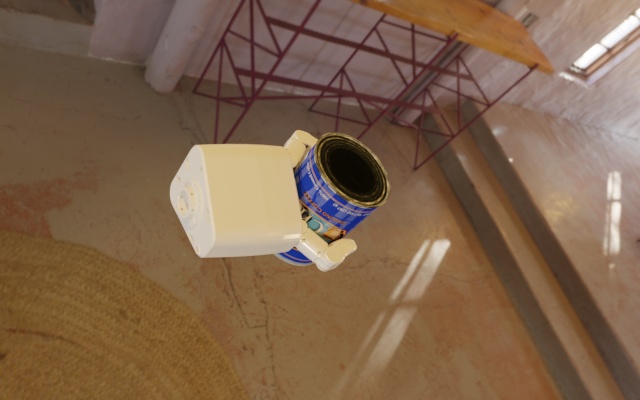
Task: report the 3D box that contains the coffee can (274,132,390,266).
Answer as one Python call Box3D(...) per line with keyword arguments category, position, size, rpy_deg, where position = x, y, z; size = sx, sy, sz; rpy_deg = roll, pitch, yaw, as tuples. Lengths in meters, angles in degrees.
Box3D(category="coffee can", position=(0.000, 0.002, 0.574), size=(0.103, 0.102, 0.140), rpy_deg=(0, -33, -39))
